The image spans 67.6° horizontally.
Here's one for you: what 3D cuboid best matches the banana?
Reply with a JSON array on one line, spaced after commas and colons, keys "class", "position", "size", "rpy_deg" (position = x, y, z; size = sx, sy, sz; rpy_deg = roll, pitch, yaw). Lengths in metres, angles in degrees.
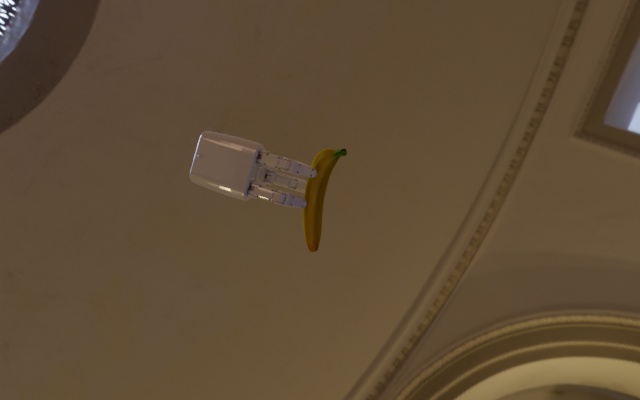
[{"class": "banana", "position": [-0.004, -0.009, 0.811], "size": [0.037, 0.198, 0.069], "rpy_deg": [4, 28, -19]}]
